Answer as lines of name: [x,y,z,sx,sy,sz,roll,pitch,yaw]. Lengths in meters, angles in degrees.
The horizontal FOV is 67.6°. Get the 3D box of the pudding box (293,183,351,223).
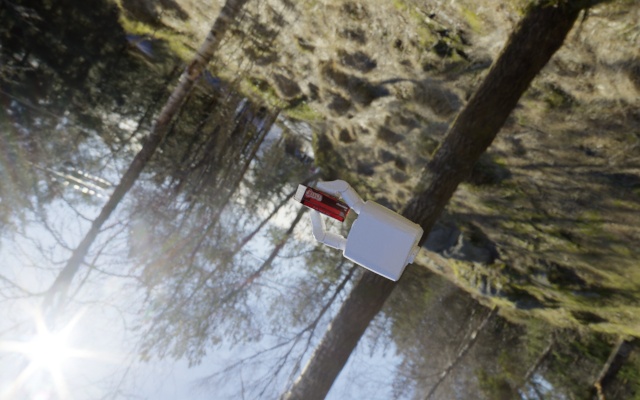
pudding box: [0.000,0.003,0.899,0.090,0.039,0.113,26,-2,-11]
